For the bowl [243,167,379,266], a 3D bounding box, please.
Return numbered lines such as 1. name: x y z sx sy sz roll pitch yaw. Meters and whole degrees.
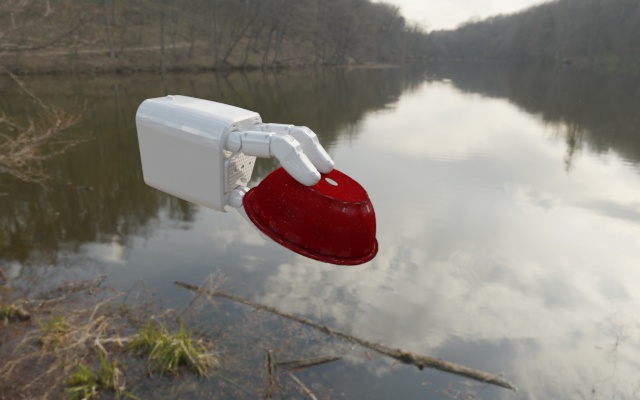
1. bowl: 0.001 0.002 0.524 0.162 0.055 0.162 20 23 -9
